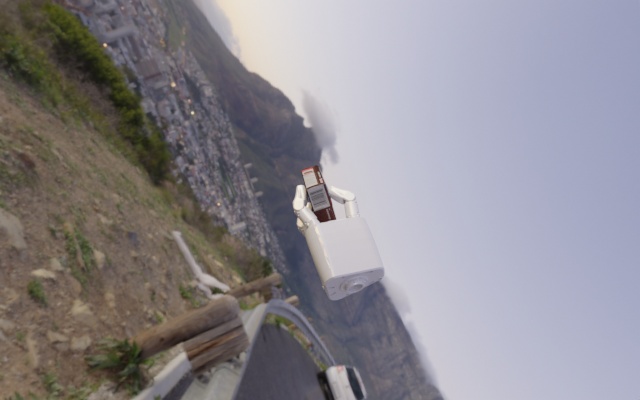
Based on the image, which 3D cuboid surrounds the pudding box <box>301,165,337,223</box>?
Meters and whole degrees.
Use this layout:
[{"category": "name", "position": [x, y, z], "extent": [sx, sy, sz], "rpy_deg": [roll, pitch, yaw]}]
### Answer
[{"category": "pudding box", "position": [0.000, 0.003, 0.891], "extent": [0.039, 0.113, 0.090], "rpy_deg": [-17, 27, -2]}]
